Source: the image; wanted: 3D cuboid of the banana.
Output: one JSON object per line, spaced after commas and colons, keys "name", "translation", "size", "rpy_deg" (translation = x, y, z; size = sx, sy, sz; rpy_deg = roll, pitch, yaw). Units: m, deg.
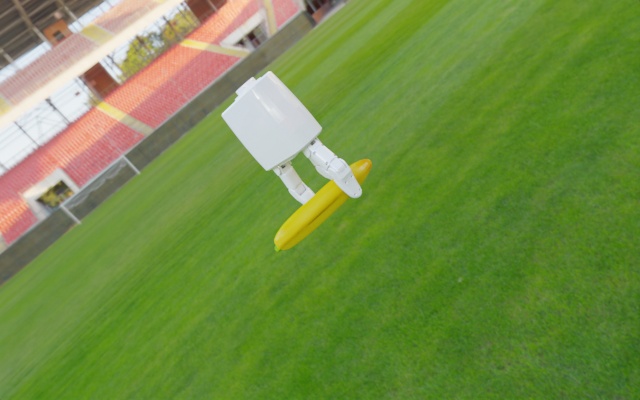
{"name": "banana", "translation": [-0.002, 0.008, 0.689], "size": [0.198, 0.037, 0.069], "rpy_deg": [-42, 9, 6]}
